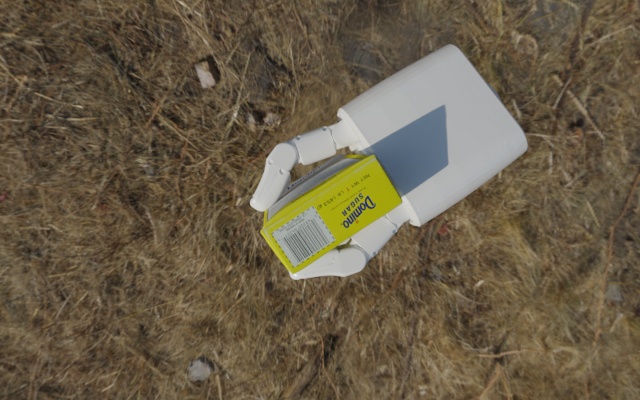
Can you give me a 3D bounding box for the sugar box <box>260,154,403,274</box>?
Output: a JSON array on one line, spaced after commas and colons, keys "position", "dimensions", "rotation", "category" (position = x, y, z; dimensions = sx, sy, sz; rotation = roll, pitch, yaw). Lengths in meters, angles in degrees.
[{"position": [0.000, 0.002, 0.403], "dimensions": [0.093, 0.048, 0.176], "rotation": [-32, 5, -1], "category": "sugar box"}]
